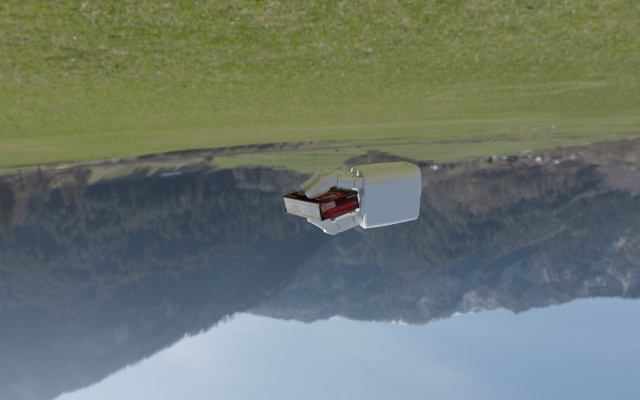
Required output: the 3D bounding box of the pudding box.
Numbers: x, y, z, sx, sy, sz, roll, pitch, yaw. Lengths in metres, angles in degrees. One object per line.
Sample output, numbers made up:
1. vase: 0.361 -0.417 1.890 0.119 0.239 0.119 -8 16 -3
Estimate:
1. pudding box: 0.000 0.003 0.861 0.090 0.039 0.113 -17 14 -36
